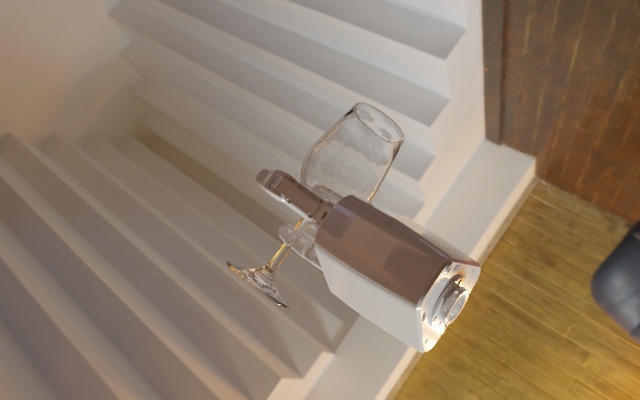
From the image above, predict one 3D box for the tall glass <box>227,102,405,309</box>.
[{"bbox_3d":[0.000,0.002,0.464,0.079,0.201,0.079,36,-7,5],"label":"tall glass"}]
